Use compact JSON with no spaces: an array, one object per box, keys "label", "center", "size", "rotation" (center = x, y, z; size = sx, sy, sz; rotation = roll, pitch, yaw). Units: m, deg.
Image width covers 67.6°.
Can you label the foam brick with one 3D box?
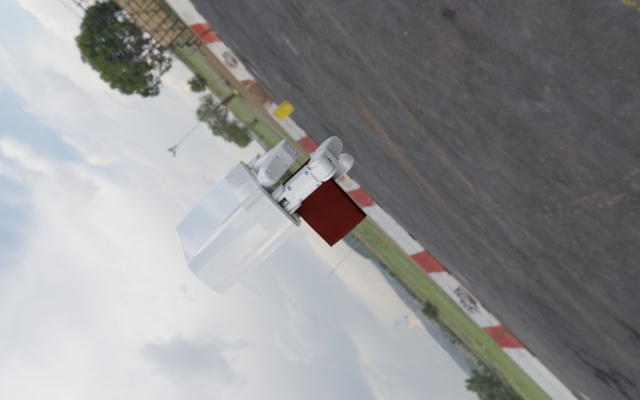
[{"label":"foam brick","center":[0.000,0.002,0.512],"size":[0.078,0.051,0.053],"rotation":[46,-1,-17]}]
